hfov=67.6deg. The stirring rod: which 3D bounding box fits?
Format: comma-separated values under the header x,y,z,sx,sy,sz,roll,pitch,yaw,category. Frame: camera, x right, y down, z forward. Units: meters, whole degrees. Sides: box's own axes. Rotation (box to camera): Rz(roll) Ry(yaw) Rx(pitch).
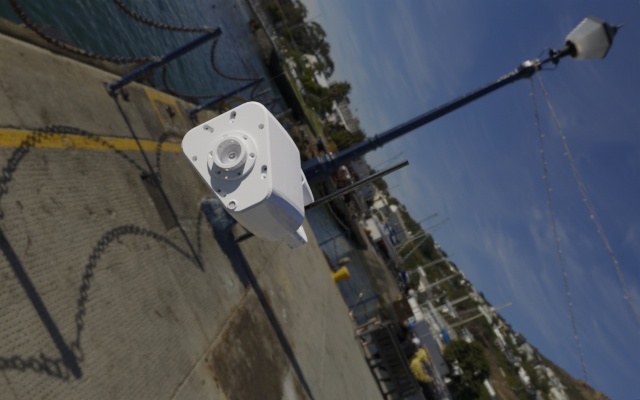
x,y,z,sx,sy,sz,roll,pitch,yaw,category
0.000,0.002,0.604,0.239,0.011,0.011,-25,-2,4,stirring rod
